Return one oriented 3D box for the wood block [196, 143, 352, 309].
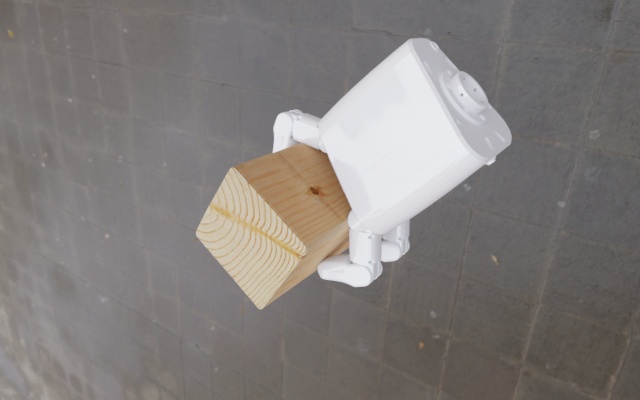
[{"bbox_3d":[0.000,0.001,0.454,0.206,0.091,0.090,-27,-21,-50],"label":"wood block"}]
